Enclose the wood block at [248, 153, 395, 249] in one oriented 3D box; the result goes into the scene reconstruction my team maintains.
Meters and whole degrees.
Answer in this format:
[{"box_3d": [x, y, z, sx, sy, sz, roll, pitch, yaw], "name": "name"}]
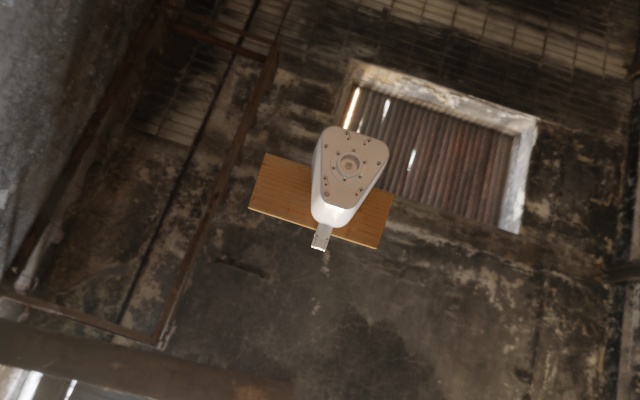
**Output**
[{"box_3d": [0.000, 0.003, 0.763, 0.206, 0.091, 0.090, 18, -3, -1], "name": "wood block"}]
